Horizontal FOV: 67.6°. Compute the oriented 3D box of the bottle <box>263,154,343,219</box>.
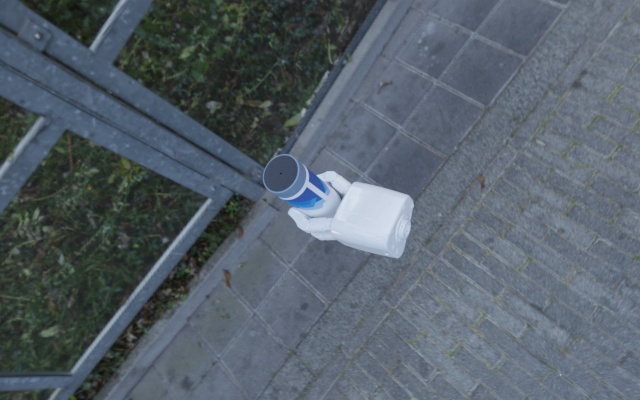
[{"bbox_3d":[0.000,0.003,0.876,0.069,0.069,0.296,0,-18,27],"label":"bottle"}]
